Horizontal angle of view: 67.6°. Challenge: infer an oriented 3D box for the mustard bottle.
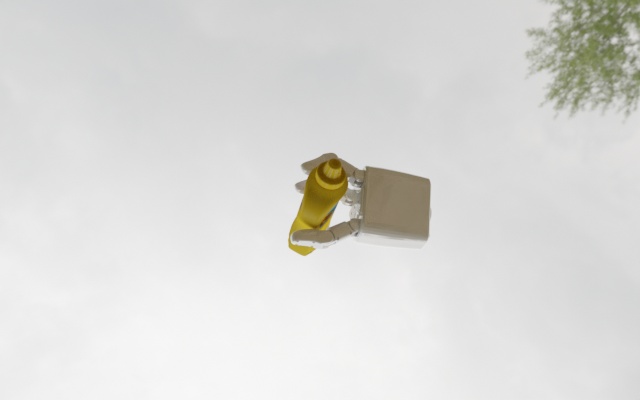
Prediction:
[{"bbox_3d":[0.000,0.002,0.708,0.058,0.096,0.192,29,-34,5],"label":"mustard bottle"}]
